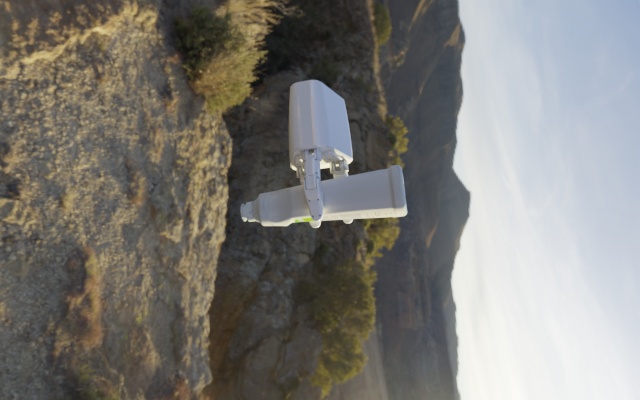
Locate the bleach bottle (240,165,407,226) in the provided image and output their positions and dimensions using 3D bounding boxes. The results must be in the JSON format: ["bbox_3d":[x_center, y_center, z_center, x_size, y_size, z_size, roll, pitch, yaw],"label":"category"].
[{"bbox_3d":[0.000,0.002,0.716,0.251,0.068,0.102,-7,-12,10],"label":"bleach bottle"}]
